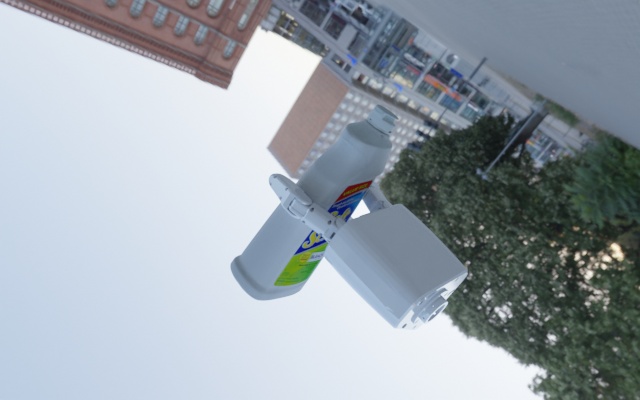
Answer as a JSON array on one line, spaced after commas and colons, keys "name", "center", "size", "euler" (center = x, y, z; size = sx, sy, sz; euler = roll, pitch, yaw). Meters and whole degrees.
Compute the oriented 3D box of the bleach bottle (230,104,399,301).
[{"name": "bleach bottle", "center": [0.000, 0.002, 0.544], "size": [0.068, 0.251, 0.102], "euler": [46, 24, 28]}]
